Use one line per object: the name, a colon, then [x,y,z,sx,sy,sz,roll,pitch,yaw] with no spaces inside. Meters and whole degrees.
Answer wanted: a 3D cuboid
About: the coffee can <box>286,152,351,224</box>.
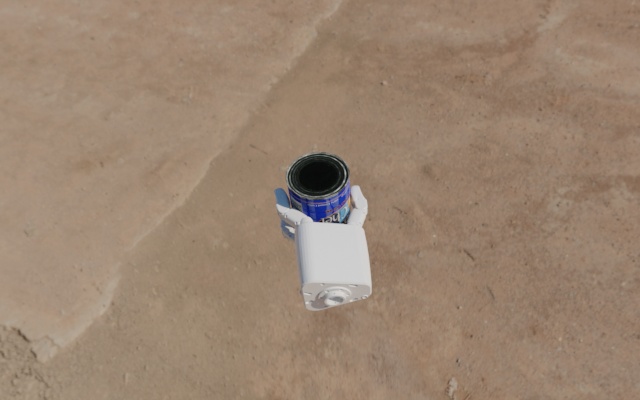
coffee can: [0.000,0.003,0.810,0.103,0.102,0.140,0,-39,5]
